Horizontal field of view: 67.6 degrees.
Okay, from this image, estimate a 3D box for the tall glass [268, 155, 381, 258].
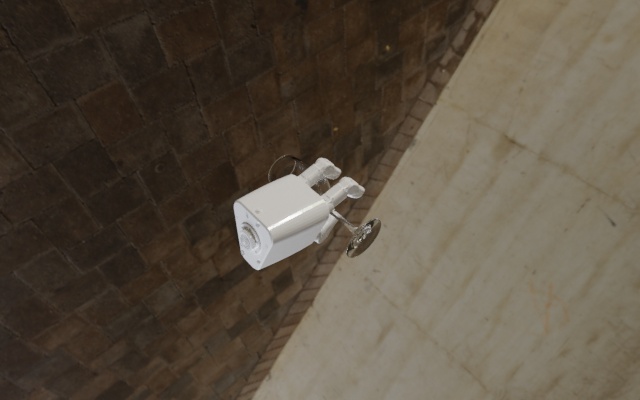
[{"bbox_3d":[0.001,0.003,0.775,0.201,0.079,0.079,40,23,29],"label":"tall glass"}]
